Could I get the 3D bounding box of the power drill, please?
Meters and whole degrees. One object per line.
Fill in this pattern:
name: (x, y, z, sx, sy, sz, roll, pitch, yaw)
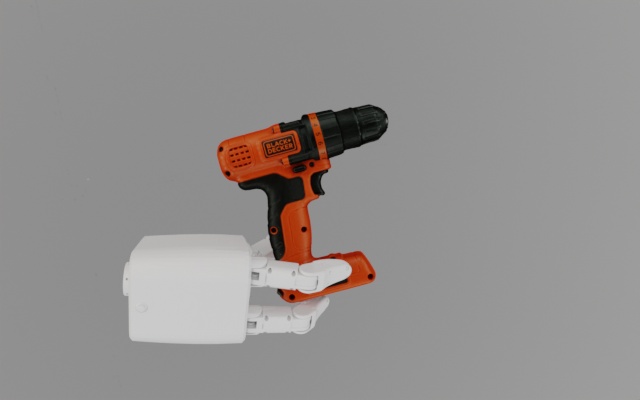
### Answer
power drill: (0.000, 0.002, 0.509, 0.184, 0.187, 0.057, -15, 2, -1)
